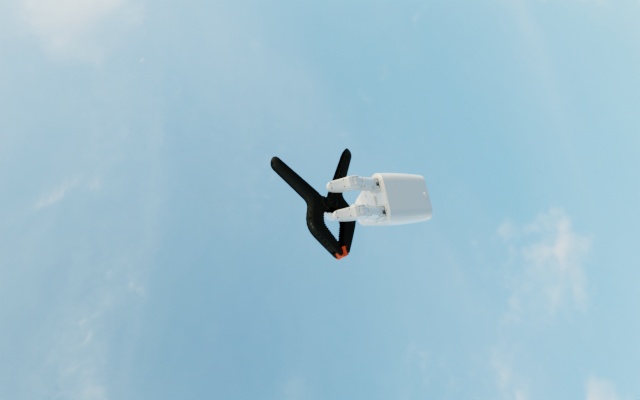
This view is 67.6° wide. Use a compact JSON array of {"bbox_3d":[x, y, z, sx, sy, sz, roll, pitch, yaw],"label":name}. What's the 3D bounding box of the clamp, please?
[{"bbox_3d":[0.000,0.004,0.853,0.164,0.210,0.036,-3,-18,-25],"label":"clamp"}]
